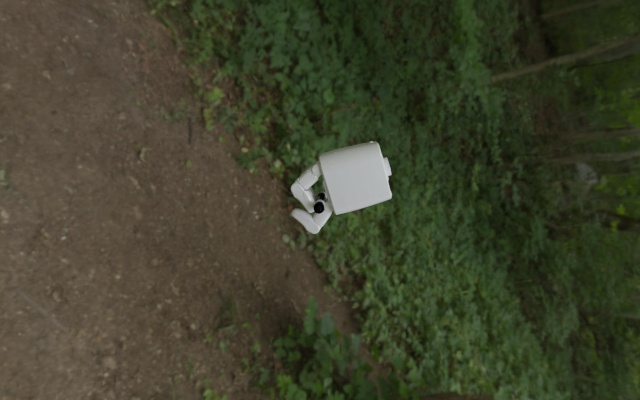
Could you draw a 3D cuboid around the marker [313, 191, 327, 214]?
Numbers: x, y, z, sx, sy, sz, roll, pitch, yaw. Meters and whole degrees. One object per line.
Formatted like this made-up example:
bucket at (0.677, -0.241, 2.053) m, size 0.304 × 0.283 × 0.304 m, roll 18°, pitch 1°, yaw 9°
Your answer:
marker at (0.000, 0.003, 0.860) m, size 0.020 × 0.020 × 0.121 m, roll 0°, pitch 11°, yaw 3°
